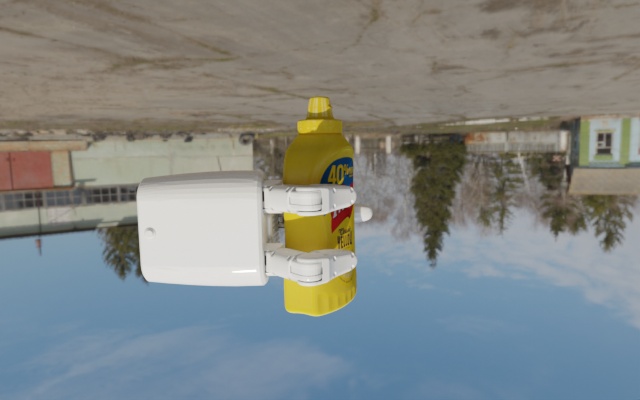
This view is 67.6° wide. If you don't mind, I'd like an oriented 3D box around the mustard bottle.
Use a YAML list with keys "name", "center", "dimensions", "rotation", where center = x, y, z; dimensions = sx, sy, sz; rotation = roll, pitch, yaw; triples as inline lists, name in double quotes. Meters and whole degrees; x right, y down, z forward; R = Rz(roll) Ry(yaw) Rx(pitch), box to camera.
- name: "mustard bottle"
  center: [0.000, 0.002, 0.444]
  dimensions: [0.058, 0.191, 0.096]
  rotation: [2, 7, 27]
